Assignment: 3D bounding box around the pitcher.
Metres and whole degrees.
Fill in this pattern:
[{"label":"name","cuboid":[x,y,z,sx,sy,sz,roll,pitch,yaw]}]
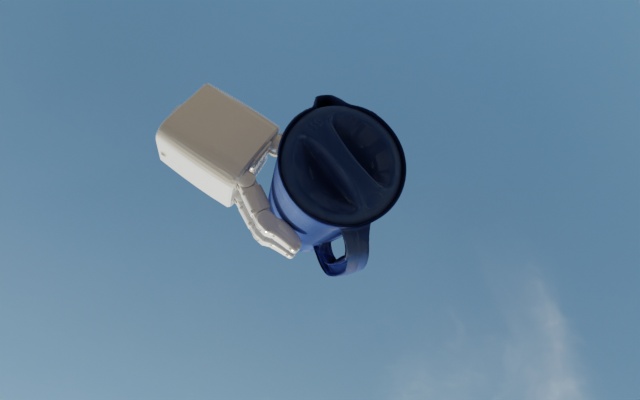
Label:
[{"label":"pitcher","cuboid":[0.000,0.002,0.578,0.145,0.149,0.243,34,-20,-1]}]
